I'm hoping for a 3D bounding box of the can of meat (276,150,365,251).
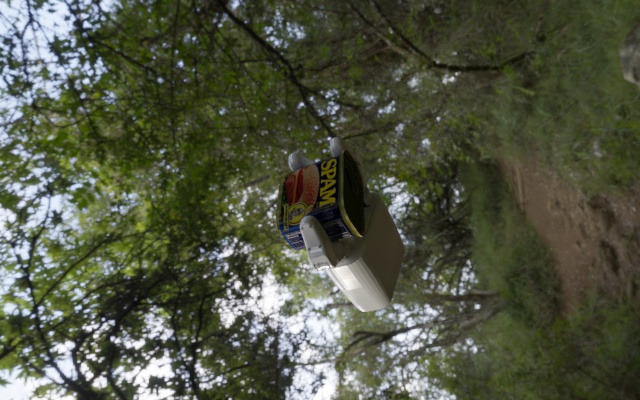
[{"bbox_3d":[0.000,0.002,0.537,0.084,0.102,0.057,-17,-46,21],"label":"can of meat"}]
